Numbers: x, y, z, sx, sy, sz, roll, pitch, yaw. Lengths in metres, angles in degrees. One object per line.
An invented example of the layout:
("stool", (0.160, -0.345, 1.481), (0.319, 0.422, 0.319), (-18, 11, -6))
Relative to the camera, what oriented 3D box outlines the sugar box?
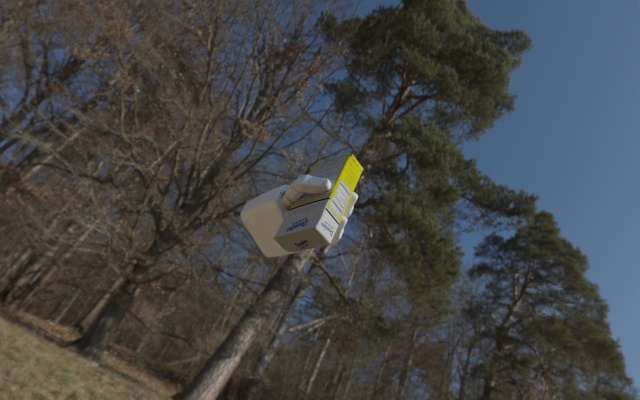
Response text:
("sugar box", (0.000, 0.003, 0.780), (0.093, 0.176, 0.048), (-16, -53, 40))
